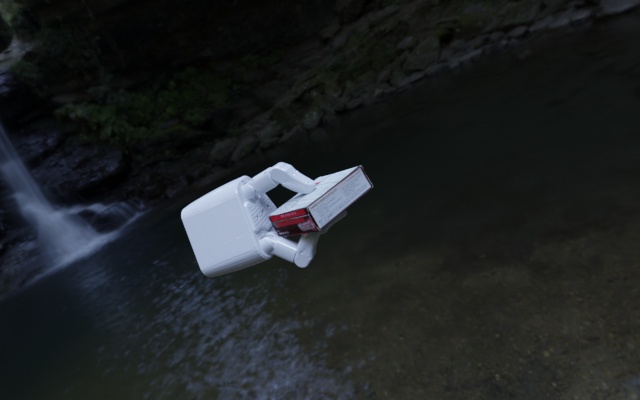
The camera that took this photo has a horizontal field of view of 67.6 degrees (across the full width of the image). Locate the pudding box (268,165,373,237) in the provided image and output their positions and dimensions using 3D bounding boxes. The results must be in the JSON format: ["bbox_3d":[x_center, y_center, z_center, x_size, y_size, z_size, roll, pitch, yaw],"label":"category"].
[{"bbox_3d":[0.000,0.002,0.622,0.113,0.039,0.090,-40,17,-35],"label":"pudding box"}]
